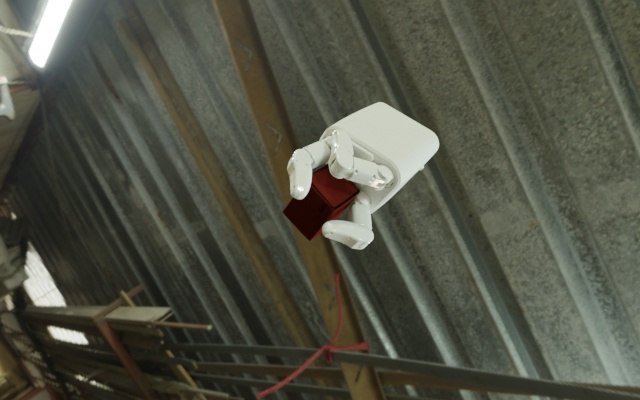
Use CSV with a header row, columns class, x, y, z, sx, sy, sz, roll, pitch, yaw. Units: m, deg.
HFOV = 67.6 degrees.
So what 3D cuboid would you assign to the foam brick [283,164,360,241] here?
class,x,y,z,sx,sy,sz,roll,pitch,yaw
foam brick,0.000,0.002,0.579,0.051,0.053,0.078,-35,-11,-40
